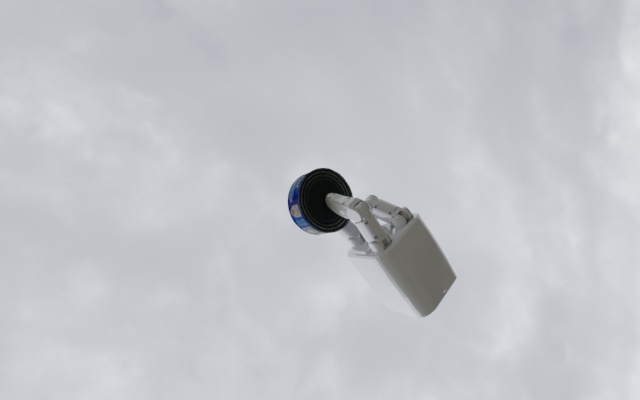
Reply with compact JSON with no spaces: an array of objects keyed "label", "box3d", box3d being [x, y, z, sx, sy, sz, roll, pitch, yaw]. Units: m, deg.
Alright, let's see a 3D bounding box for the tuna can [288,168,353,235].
[{"label":"tuna can","box3d":[0.000,0.002,0.630,0.086,0.086,0.034,0,-9,-34]}]
